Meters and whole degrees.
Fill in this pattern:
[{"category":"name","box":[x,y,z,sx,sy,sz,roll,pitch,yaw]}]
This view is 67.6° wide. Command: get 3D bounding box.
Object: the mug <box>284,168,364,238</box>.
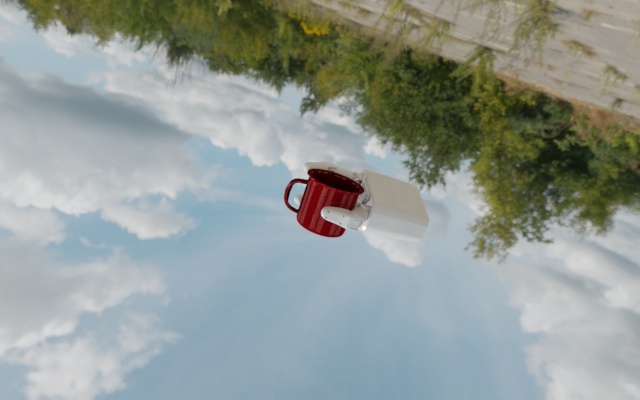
[{"category":"mug","box":[-0.001,0.002,0.741,0.117,0.081,0.093,14,18,-16]}]
